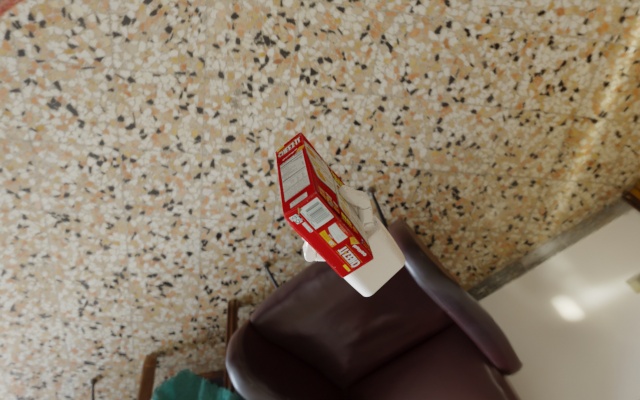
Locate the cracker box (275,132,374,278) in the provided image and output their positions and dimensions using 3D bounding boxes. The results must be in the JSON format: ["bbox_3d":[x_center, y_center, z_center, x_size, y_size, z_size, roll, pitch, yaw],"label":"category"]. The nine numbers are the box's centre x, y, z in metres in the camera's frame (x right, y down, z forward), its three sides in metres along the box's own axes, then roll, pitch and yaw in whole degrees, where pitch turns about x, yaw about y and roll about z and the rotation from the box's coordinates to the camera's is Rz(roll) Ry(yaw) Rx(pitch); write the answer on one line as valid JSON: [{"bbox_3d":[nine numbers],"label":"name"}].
[{"bbox_3d":[0.000,0.003,0.811,0.072,0.164,0.213,-34,31,12],"label":"cracker box"}]
